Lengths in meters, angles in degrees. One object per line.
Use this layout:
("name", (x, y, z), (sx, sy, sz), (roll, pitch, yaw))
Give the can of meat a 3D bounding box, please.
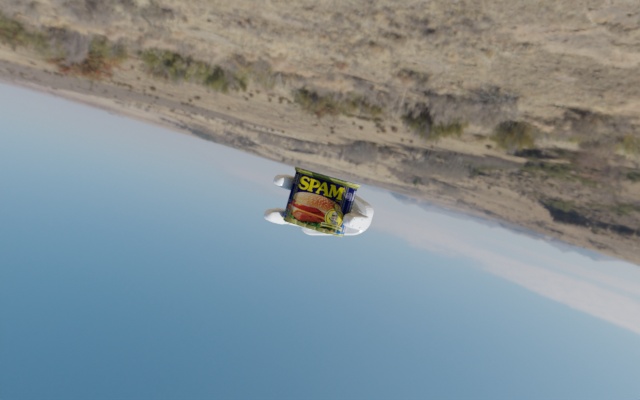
("can of meat", (0.000, 0.003, 0.728), (0.102, 0.084, 0.057), (16, 4, 9))
